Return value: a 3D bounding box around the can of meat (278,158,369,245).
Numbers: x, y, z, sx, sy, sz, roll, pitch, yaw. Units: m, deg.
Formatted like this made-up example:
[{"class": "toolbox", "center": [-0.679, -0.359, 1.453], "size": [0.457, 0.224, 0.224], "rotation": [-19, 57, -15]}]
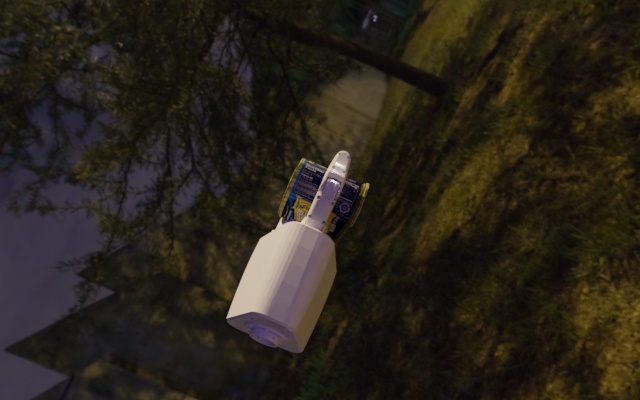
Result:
[{"class": "can of meat", "center": [0.000, 0.002, 0.567], "size": [0.084, 0.057, 0.102], "rotation": [24, -25, -2]}]
